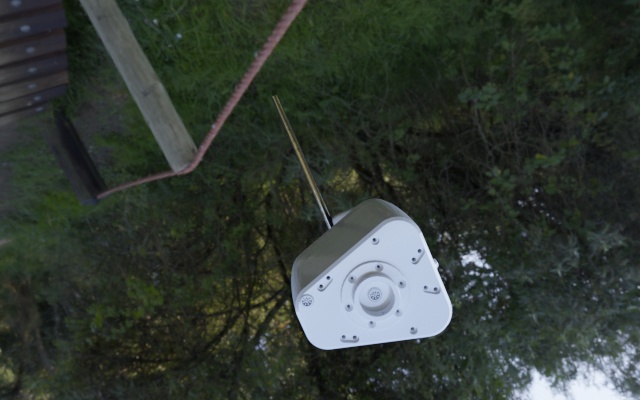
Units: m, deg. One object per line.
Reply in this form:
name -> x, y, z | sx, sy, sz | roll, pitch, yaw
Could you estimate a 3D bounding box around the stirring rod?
stirring rod -> 0.000, 0.002, 0.507 | 0.011, 0.239, 0.011 | -23, 6, 3
